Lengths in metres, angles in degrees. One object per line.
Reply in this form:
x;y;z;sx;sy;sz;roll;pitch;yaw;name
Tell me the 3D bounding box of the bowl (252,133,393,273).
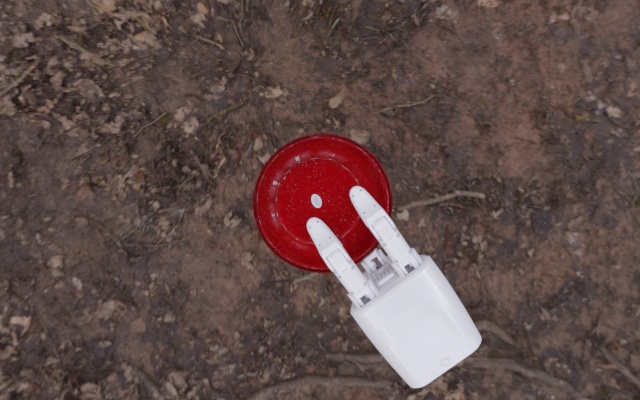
-0.001;0.001;0.525;0.162;0.162;0.055;0;-2;4;bowl
